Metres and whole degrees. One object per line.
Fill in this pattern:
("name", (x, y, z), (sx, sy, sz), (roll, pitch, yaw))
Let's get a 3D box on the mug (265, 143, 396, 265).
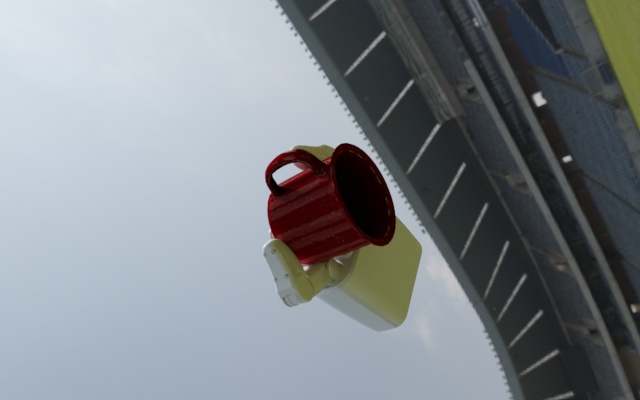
("mug", (-0.001, 0.001, 0.415), (0.081, 0.093, 0.117), (-25, -50, 32))
